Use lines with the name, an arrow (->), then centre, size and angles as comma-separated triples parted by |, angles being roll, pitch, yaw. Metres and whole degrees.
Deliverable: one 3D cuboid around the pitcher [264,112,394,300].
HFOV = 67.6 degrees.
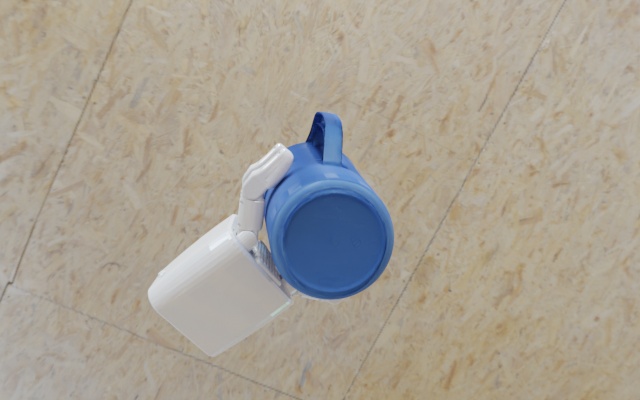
pitcher -> 0.000, 0.002, 0.514 | 0.145, 0.149, 0.242 | -36, 13, 2
